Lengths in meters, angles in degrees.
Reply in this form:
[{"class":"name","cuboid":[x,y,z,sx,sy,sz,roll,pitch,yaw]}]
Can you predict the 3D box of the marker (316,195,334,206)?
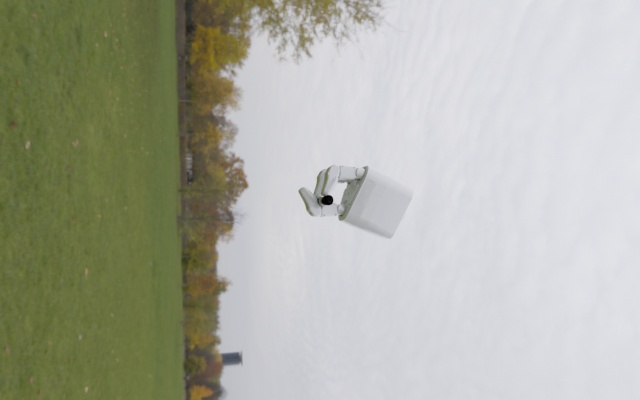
[{"class":"marker","cuboid":[0.000,0.003,0.888,0.020,0.020,0.121,0,-4,-16]}]
